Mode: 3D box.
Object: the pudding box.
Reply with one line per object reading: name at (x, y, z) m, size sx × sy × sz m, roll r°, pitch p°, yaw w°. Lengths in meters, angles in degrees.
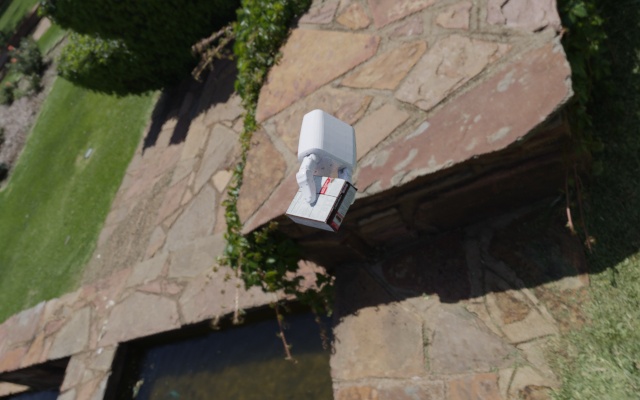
pudding box at (0.000, 0.003, 0.860) m, size 0.113 × 0.090 × 0.039 m, roll 10°, pitch -22°, yaw 48°
